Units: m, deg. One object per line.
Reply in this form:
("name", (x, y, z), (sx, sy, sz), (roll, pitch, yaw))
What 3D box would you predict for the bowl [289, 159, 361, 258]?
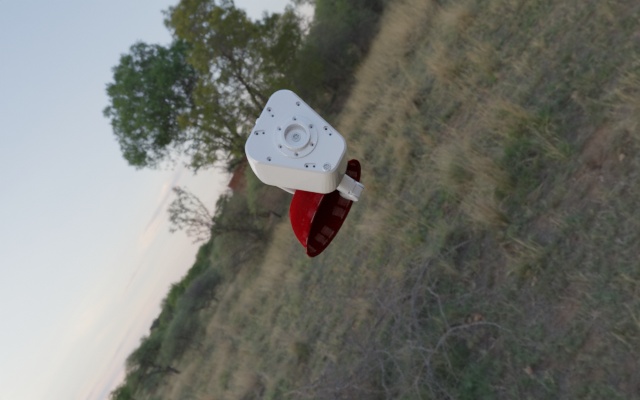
("bowl", (0.000, 0.003, 0.724), (0.055, 0.162, 0.162), (26, 9, 18))
